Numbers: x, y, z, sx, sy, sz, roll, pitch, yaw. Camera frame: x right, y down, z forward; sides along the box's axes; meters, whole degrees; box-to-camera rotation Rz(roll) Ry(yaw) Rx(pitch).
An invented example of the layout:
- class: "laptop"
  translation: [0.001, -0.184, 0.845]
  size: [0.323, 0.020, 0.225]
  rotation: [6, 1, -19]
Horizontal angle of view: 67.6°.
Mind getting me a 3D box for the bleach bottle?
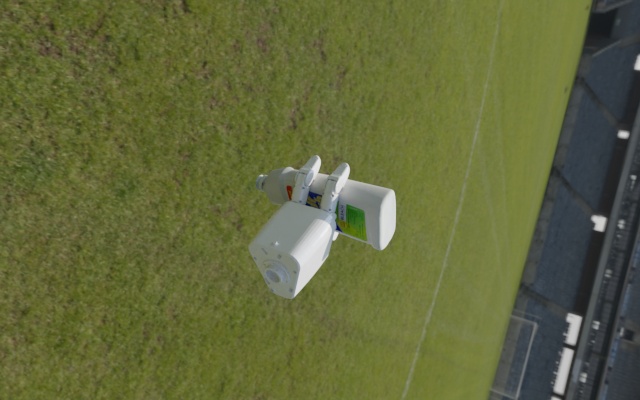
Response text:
- class: "bleach bottle"
  translation: [0.000, 0.003, 0.815]
  size: [0.251, 0.103, 0.068]
  rotation: [15, 41, 26]
